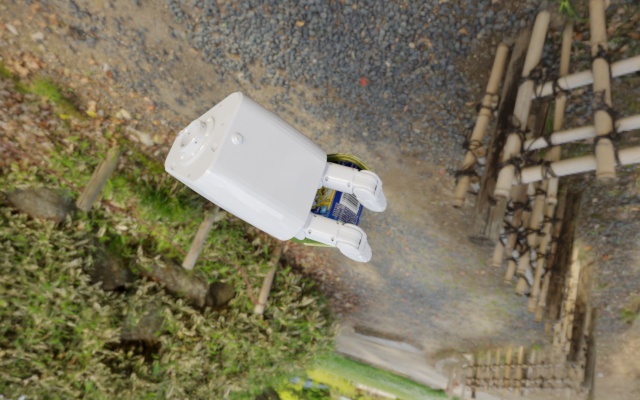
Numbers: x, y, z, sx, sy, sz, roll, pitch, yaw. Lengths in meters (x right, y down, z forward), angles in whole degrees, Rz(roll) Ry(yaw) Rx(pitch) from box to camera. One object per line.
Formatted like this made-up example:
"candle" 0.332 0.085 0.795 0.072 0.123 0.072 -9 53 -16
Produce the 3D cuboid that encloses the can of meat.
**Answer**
"can of meat" 0.000 0.002 0.514 0.102 0.084 0.057 -2 -28 44
